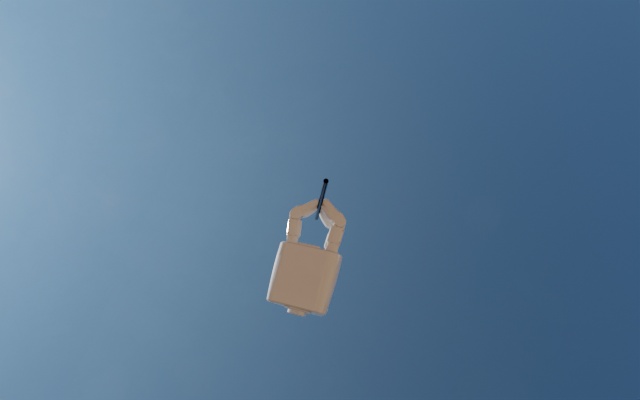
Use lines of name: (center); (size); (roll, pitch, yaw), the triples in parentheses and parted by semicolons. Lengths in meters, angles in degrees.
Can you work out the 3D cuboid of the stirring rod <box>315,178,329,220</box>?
stirring rod: (0.000, 0.003, 0.824); (0.011, 0.011, 0.239); (0, -15, -4)
